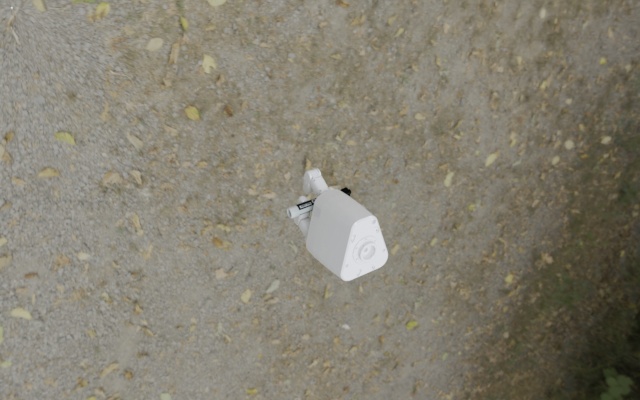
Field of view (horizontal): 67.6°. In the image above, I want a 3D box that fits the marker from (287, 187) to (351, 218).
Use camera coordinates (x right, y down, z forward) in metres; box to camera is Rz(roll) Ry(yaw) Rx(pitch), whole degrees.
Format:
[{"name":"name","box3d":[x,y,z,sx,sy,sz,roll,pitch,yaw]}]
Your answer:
[{"name":"marker","box3d":[0.000,0.003,0.808,0.121,0.020,0.020,-19,8,-25]}]
